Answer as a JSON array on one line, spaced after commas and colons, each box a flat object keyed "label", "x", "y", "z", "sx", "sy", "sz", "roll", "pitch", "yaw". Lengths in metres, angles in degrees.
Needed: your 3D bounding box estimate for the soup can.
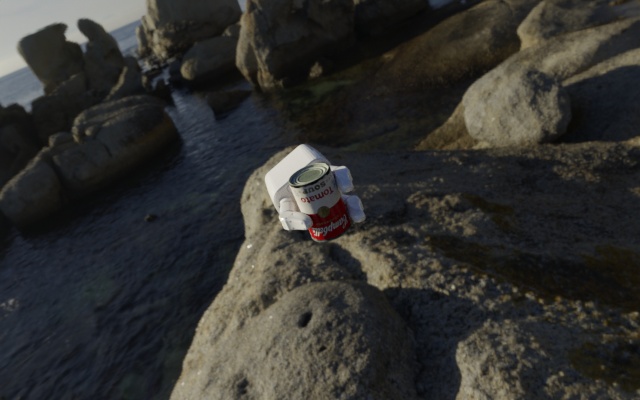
[{"label": "soup can", "x": 0.000, "y": 0.002, "z": 0.724, "sx": 0.068, "sy": 0.102, "sz": 0.068, "roll": -18, "pitch": 27, "yaw": 9}]
